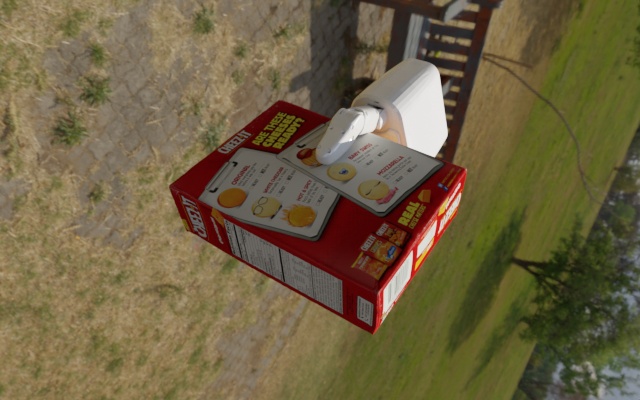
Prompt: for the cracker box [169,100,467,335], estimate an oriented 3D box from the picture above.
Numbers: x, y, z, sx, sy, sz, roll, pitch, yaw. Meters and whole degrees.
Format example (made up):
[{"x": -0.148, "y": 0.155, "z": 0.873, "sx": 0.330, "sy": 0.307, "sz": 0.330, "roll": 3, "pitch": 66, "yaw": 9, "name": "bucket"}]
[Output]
[{"x": 0.000, "y": 0.001, "z": 0.443, "sx": 0.213, "sy": 0.072, "sz": 0.164, "roll": 24, "pitch": 50, "yaw": 25, "name": "cracker box"}]
